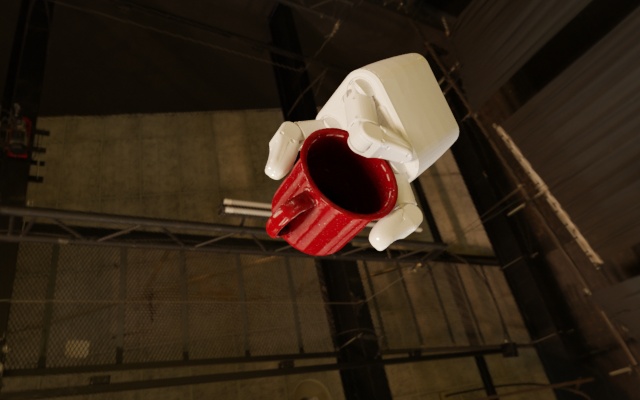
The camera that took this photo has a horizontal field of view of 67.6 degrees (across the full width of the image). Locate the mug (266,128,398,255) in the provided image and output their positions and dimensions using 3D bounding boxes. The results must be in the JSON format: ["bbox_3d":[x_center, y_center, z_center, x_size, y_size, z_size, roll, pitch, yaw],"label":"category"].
[{"bbox_3d":[-0.001,0.002,0.415,0.117,0.093,0.081,-31,-12,-43],"label":"mug"}]
